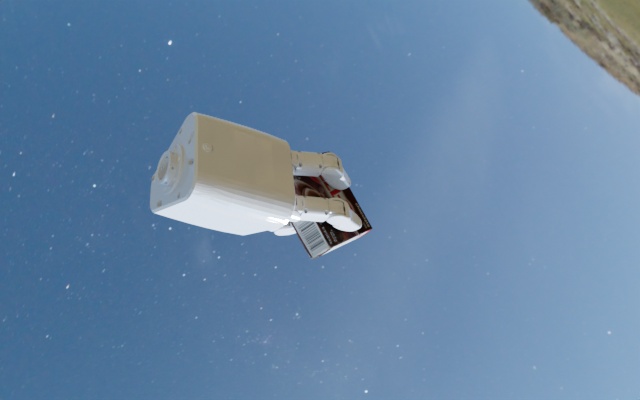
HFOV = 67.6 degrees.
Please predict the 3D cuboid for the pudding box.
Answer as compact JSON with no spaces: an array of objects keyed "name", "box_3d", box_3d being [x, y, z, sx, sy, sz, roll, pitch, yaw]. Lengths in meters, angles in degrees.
[{"name":"pudding box","box_3d":[0.000,0.002,0.554,0.039,0.113,0.090,-33,-9,38]}]
